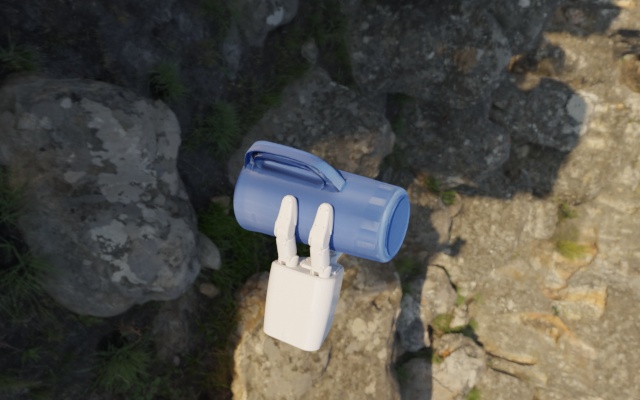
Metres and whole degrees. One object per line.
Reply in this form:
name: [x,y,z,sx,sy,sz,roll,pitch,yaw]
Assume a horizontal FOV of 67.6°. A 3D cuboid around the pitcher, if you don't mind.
pitcher: [0.000,0.002,0.703,0.243,0.145,0.149,14,7,26]
